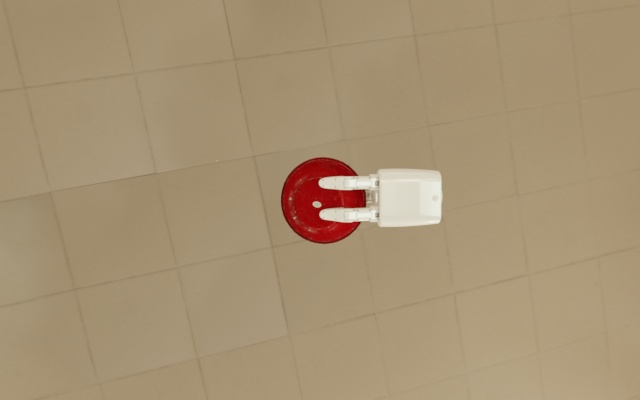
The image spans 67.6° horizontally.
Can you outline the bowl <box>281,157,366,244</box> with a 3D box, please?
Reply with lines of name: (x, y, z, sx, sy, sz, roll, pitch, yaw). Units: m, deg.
bowl: (-0.001, 0.003, 0.859, 0.162, 0.162, 0.055, 0, 5, 10)
